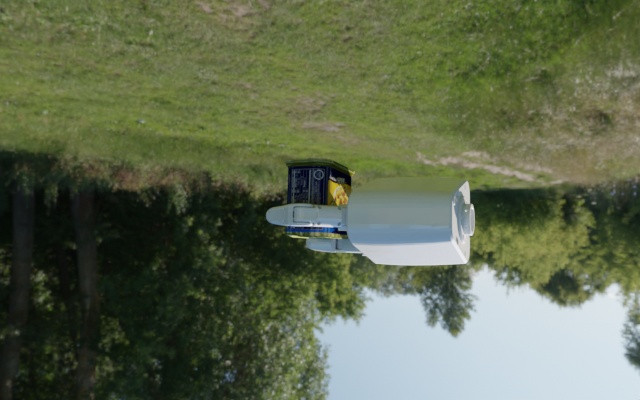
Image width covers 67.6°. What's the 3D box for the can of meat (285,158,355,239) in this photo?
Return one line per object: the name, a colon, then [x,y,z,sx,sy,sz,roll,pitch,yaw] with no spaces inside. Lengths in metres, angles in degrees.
can of meat: [0.000,0.002,0.550,0.057,0.084,0.102,-1,-6,22]
